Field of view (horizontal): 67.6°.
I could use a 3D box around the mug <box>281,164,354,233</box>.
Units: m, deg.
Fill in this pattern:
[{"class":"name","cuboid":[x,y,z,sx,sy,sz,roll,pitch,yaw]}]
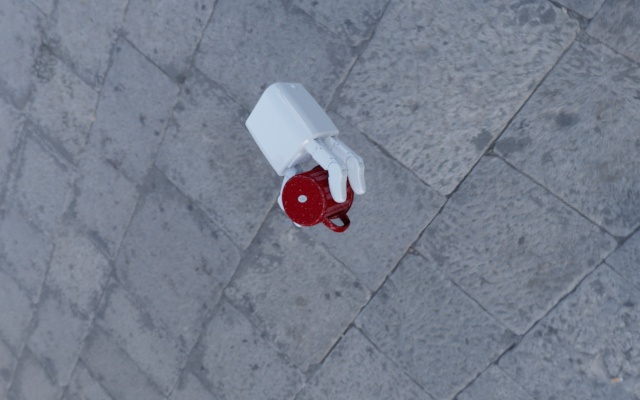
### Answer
[{"class":"mug","cuboid":[0.001,0.004,0.741,0.093,0.117,0.081,-43,-12,31]}]
